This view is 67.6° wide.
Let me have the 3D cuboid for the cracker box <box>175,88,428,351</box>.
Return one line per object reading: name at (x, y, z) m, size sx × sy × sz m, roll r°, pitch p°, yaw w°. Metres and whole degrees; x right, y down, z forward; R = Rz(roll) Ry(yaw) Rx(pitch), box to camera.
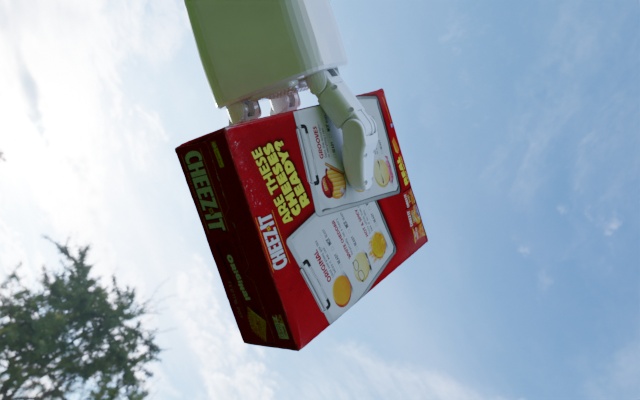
cracker box at (0.000, 0.001, 0.418) m, size 0.072 × 0.164 × 0.213 m, roll -11°, pitch 11°, yaw 41°
